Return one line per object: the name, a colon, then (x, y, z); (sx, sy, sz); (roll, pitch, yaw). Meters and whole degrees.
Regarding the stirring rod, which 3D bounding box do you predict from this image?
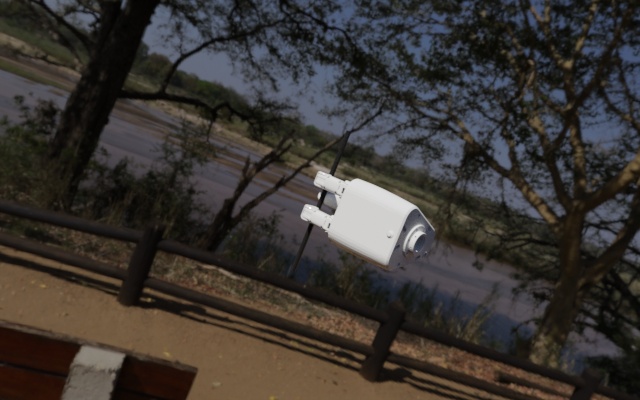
stirring rod: (0.000, 0.003, 0.761); (0.011, 0.239, 0.011); (22, 5, -2)
